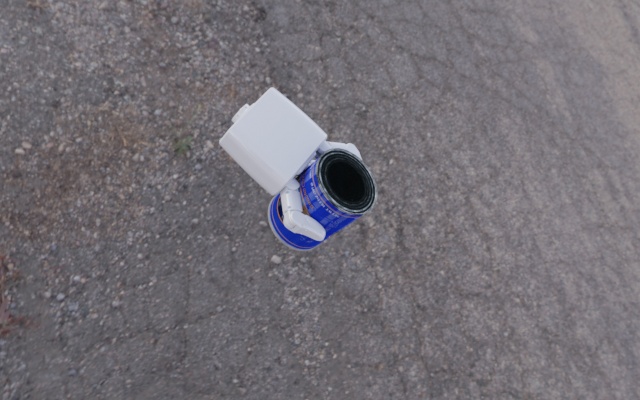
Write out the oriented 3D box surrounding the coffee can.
[{"bbox_3d":[0.000,0.003,0.699,0.103,0.102,0.140,0,-25,-37],"label":"coffee can"}]
